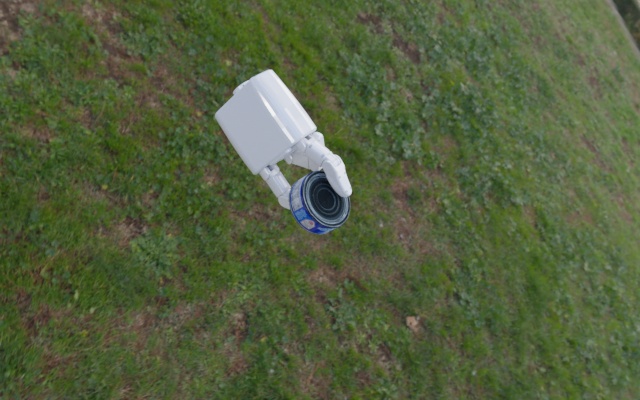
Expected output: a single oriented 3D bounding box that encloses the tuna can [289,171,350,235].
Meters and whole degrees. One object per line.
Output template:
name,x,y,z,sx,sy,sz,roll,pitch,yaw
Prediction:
tuna can,0.000,0.002,0.666,0.086,0.086,0.034,0,-19,-40
